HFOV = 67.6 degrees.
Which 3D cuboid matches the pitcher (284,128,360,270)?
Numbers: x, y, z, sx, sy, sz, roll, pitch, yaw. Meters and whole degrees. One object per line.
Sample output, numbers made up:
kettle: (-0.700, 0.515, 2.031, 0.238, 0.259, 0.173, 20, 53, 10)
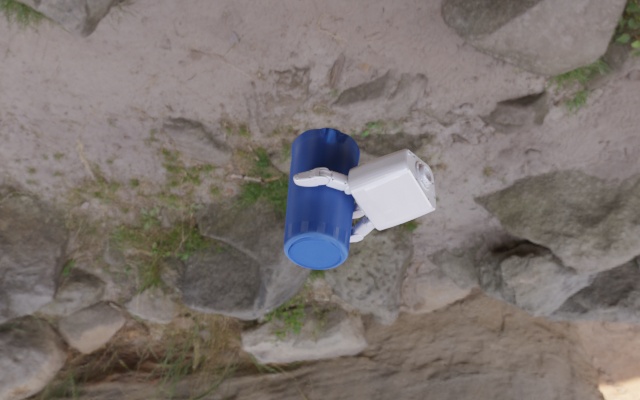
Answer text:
pitcher: (0.000, 0.003, 0.863, 0.145, 0.242, 0.149, -21, -46, 29)
